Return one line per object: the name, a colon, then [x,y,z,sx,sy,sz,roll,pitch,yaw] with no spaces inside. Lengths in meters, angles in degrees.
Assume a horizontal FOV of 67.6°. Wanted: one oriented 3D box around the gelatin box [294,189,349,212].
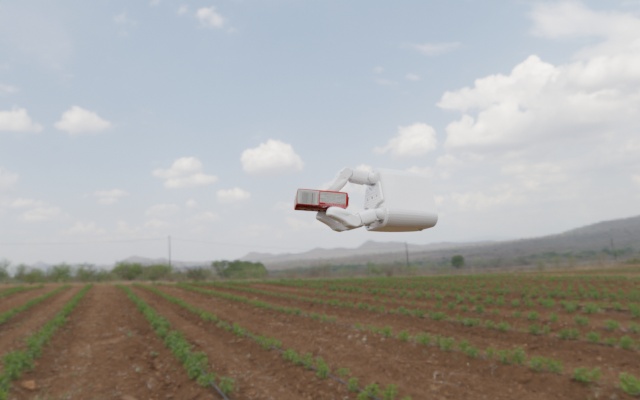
gelatin box: [0.000,0.002,0.836,0.089,0.030,0.073,5,-10,-6]
